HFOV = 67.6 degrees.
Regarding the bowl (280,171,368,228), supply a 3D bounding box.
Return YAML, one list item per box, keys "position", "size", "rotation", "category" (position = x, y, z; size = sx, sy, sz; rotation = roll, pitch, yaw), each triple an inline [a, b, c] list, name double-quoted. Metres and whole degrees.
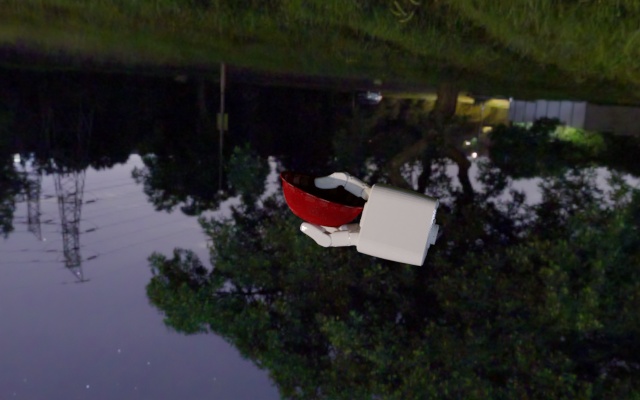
- position: [-0.001, 0.003, 0.821]
  size: [0.162, 0.055, 0.162]
  rotation: [19, 14, -5]
  category: "bowl"
